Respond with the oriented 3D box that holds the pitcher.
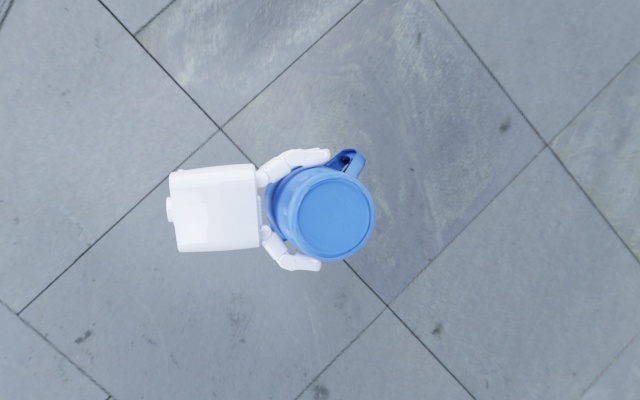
[{"bbox_3d":[0.000,0.002,0.671,0.145,0.149,0.243,-4,5,-10],"label":"pitcher"}]
